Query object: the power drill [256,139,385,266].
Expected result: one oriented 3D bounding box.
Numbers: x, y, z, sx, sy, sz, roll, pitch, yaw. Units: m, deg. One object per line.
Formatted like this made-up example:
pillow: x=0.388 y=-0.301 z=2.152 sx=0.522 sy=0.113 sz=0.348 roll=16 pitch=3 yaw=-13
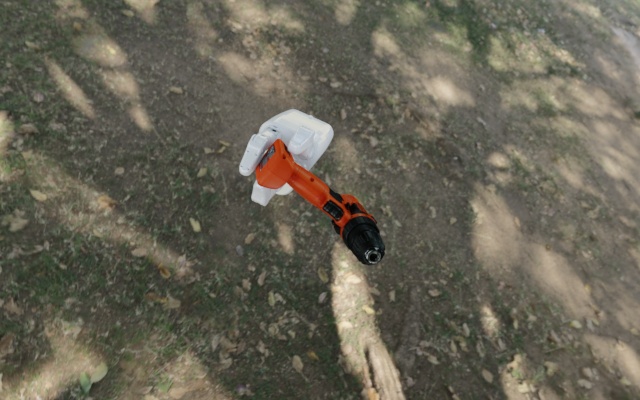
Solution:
power drill: x=0.000 y=0.002 z=0.656 sx=0.188 sy=0.057 sz=0.184 roll=38 pitch=8 yaw=-19
